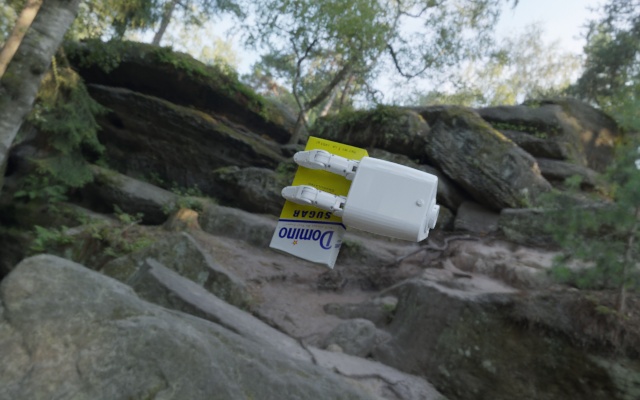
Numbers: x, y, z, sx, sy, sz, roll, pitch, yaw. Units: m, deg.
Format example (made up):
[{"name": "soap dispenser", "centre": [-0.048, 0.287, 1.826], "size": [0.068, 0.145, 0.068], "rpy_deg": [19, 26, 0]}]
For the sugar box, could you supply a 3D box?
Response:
[{"name": "sugar box", "centre": [0.000, 0.002, 0.695], "size": [0.093, 0.176, 0.048], "rpy_deg": [15, -13, 18]}]
